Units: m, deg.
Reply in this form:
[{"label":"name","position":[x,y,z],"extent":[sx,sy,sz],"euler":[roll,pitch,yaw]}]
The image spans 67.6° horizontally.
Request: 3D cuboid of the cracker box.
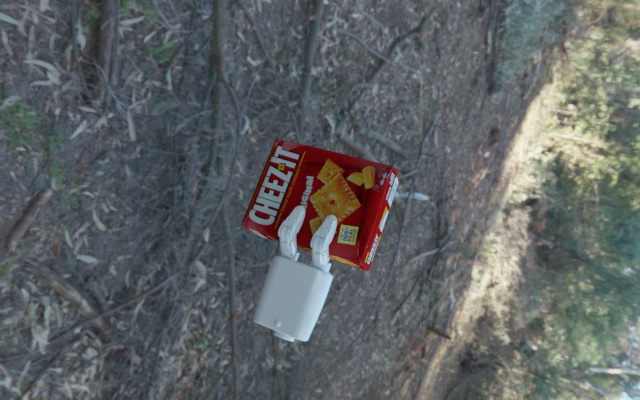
[{"label":"cracker box","position":[0.000,0.003,0.776],"extent":[0.213,0.164,0.072],"euler":[16,-13,21]}]
